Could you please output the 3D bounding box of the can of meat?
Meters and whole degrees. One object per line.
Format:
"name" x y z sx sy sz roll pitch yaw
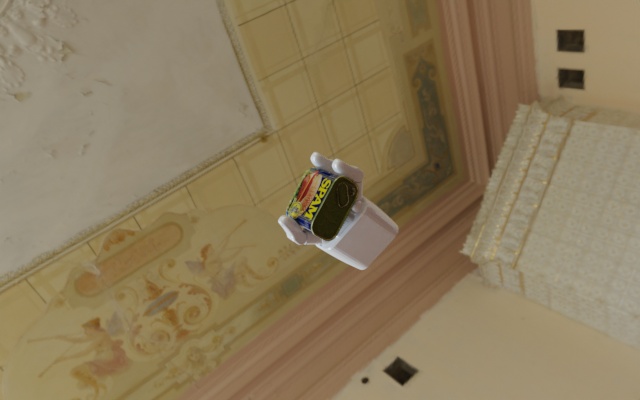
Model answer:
"can of meat" 0.000 0.002 0.762 0.057 0.102 0.084 31 -4 -39
